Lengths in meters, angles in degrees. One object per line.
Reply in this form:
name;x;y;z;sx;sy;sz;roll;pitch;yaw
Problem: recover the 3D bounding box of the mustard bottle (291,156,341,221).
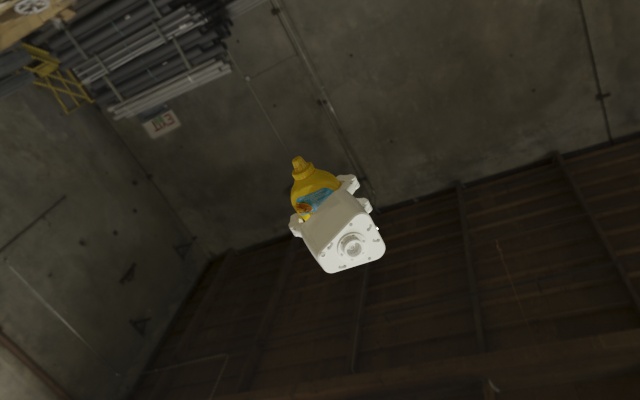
mustard bottle;0.000;0.003;0.878;0.096;0.192;0.058;-21;26;18
